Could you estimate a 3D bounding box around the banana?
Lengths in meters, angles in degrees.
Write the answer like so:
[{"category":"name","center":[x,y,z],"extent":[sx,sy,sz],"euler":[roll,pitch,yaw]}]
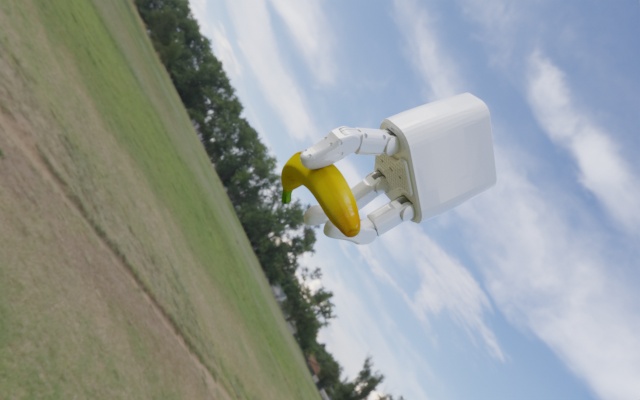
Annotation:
[{"category":"banana","center":[-0.005,-0.017,0.505],"extent":[0.037,0.070,0.197],"euler":[-16,15,-17]}]
